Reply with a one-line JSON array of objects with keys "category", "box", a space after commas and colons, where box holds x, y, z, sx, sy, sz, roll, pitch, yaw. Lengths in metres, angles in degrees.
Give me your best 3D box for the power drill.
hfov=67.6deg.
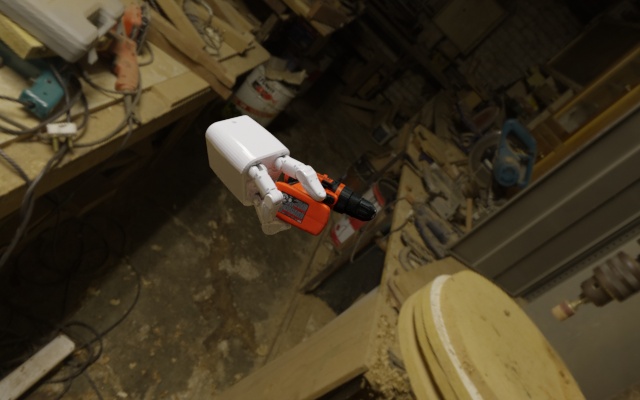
[{"category": "power drill", "box": [0.000, 0.003, 0.825, 0.184, 0.057, 0.187, 25, 16, 9]}]
